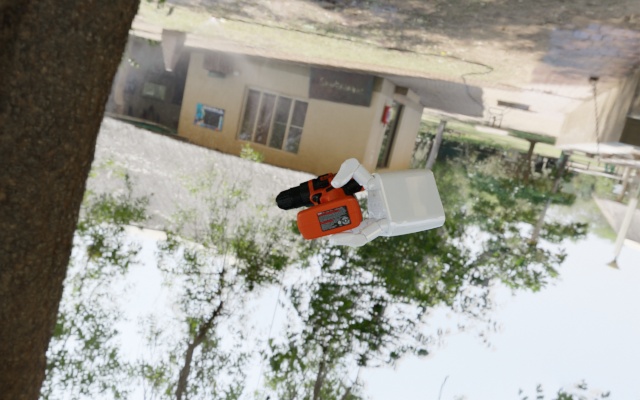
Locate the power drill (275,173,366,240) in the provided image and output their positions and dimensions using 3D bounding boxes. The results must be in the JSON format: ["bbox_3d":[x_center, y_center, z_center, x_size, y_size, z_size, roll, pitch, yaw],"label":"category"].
[{"bbox_3d":[0.000,0.003,0.858,0.184,0.057,0.187,-17,20,7],"label":"power drill"}]
